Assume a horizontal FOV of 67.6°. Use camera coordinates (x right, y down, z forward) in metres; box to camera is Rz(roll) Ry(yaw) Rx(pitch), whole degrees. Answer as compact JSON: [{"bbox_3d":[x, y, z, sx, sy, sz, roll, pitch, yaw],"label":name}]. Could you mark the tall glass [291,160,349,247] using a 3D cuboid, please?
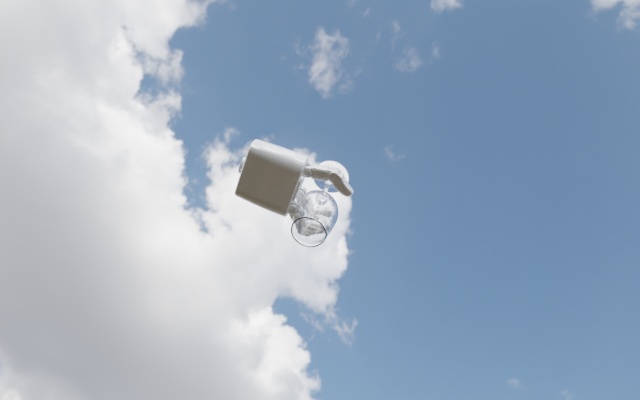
[{"bbox_3d":[0.000,0.003,0.881,0.079,0.079,0.201,0,31,14],"label":"tall glass"}]
